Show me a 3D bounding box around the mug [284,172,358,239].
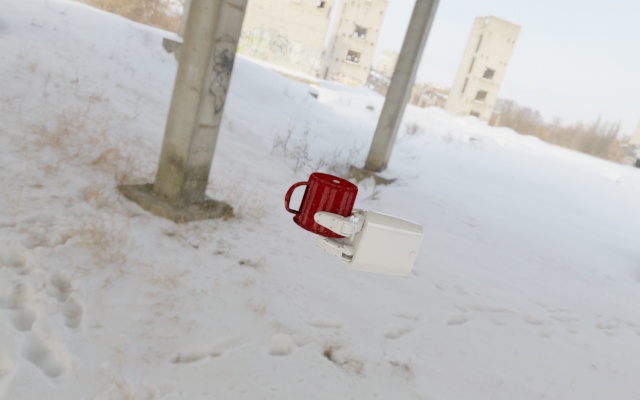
[{"bbox_3d":[-0.001,0.002,0.756,0.117,0.081,0.093,13,14,-19],"label":"mug"}]
